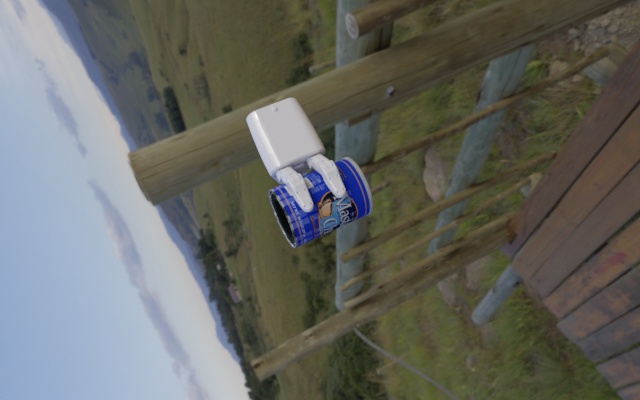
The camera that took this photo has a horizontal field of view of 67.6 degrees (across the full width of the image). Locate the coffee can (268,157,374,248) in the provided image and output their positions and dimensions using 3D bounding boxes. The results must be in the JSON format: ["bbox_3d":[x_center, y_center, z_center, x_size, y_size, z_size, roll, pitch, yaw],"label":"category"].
[{"bbox_3d":[0.000,0.003,0.776,0.140,0.103,0.103,-24,6,-14],"label":"coffee can"}]
